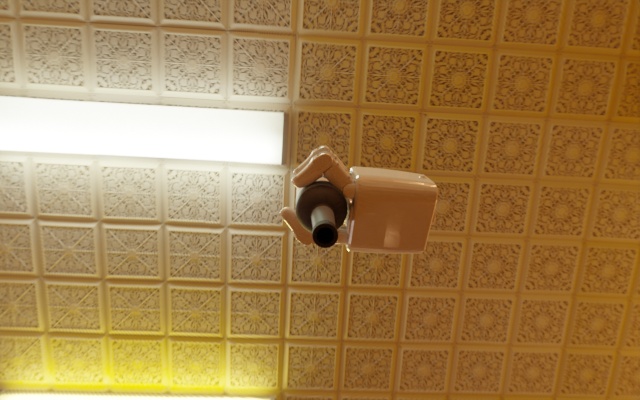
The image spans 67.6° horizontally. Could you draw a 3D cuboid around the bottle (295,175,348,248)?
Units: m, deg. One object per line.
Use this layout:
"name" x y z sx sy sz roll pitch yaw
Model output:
"bottle" 0.000 0.002 0.641 0.069 0.069 0.295 0 14 -2
